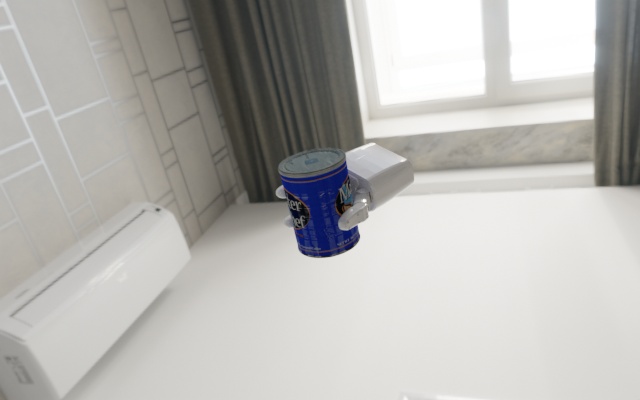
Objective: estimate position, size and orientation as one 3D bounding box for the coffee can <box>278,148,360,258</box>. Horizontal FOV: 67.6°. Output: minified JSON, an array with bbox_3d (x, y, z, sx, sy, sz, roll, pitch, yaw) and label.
[{"bbox_3d":[0.000,0.002,0.734,0.103,0.140,0.102,-10,24,4],"label":"coffee can"}]
